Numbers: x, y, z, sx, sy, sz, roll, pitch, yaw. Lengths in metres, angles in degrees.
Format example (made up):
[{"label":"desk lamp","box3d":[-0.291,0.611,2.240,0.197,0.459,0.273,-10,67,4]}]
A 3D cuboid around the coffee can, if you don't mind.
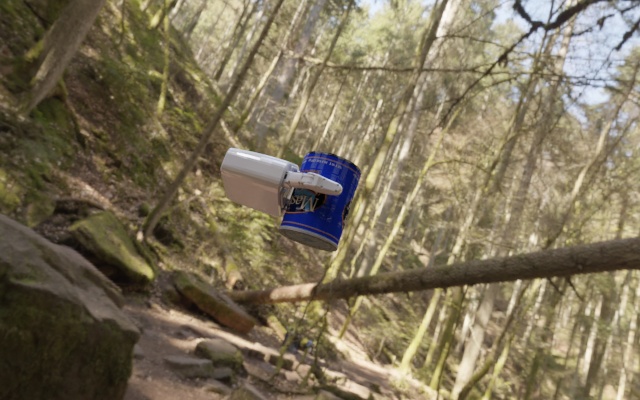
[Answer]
[{"label":"coffee can","box3d":[0.000,0.003,0.801,0.103,0.140,0.103,17,-15,5]}]
